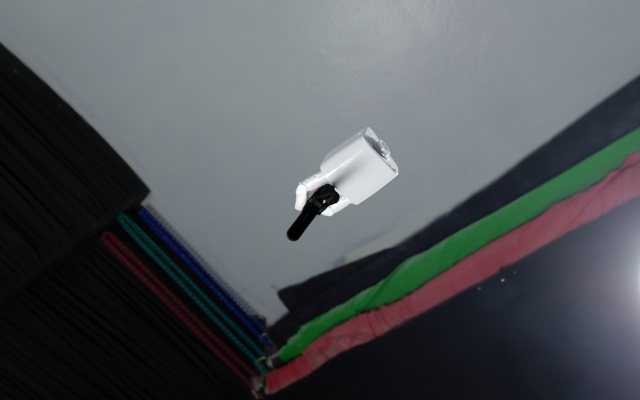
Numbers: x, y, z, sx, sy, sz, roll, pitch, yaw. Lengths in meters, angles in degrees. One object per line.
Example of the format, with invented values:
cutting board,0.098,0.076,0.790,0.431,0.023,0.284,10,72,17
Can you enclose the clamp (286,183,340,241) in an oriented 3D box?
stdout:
clamp,0.000,0.003,0.880,0.120,0.039,0.171,-36,13,23
